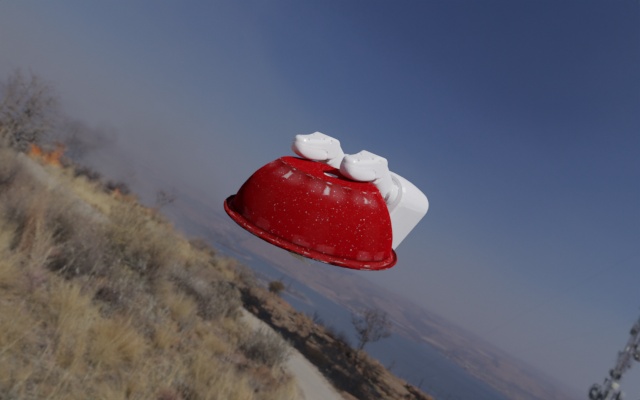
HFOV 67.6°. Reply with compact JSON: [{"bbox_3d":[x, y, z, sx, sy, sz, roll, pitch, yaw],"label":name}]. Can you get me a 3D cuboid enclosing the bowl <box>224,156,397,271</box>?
[{"bbox_3d":[0.000,0.001,0.421,0.162,0.055,0.162,18,12,-4],"label":"bowl"}]
